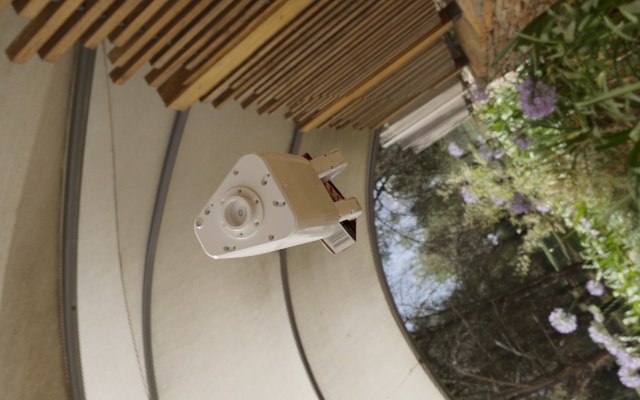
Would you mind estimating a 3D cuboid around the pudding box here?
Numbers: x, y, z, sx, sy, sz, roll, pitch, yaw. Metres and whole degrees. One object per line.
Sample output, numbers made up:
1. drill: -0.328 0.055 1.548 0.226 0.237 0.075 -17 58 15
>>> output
1. pudding box: 0.000 0.002 0.610 0.039 0.113 0.090 -33 17 18
